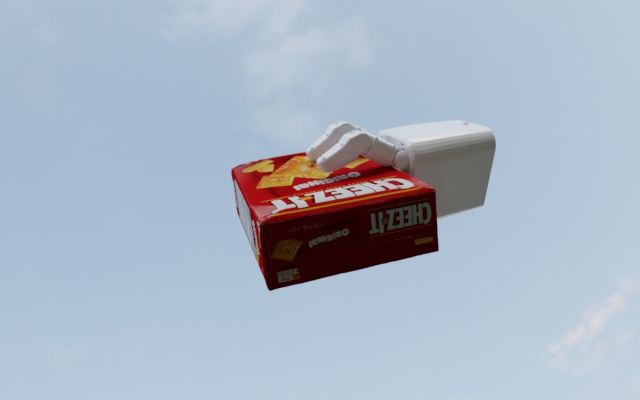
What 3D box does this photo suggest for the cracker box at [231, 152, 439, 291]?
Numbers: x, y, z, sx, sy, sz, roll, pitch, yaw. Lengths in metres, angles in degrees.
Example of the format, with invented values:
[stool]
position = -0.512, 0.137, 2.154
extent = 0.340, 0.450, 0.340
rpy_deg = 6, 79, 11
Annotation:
[cracker box]
position = 0.000, 0.002, 0.507
extent = 0.164, 0.072, 0.213
rpy_deg = -12, 19, -13
